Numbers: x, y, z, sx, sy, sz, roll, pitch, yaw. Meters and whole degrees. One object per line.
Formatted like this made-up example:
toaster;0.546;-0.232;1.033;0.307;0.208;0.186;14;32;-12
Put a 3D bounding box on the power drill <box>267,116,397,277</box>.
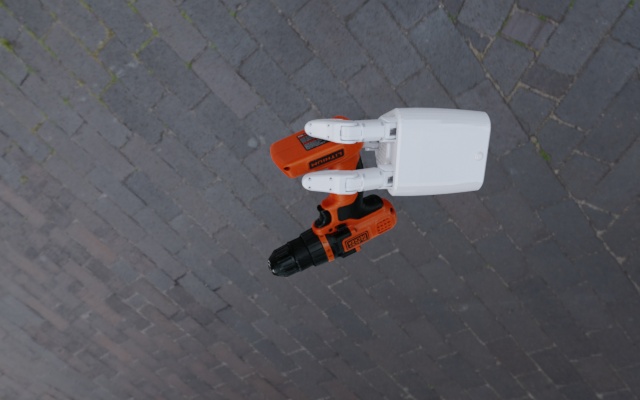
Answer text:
power drill;0.000;0.002;0.593;0.184;0.188;0.057;-26;44;-10
